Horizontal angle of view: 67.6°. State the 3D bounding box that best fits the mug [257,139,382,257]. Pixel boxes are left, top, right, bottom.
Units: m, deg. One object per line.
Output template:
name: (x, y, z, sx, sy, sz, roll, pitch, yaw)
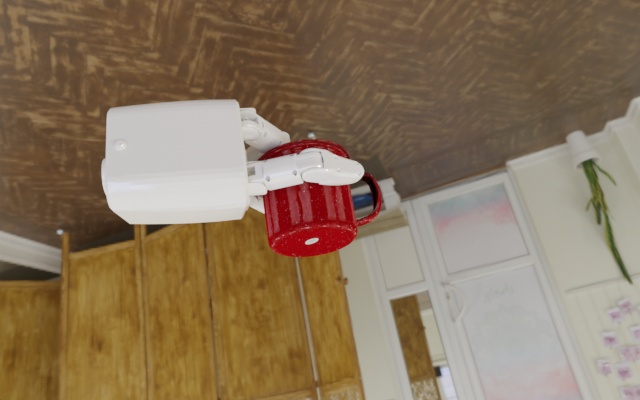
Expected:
mug: (0.002, 0.002, 0.446, 0.117, 0.081, 0.093, -4, -25, -12)
